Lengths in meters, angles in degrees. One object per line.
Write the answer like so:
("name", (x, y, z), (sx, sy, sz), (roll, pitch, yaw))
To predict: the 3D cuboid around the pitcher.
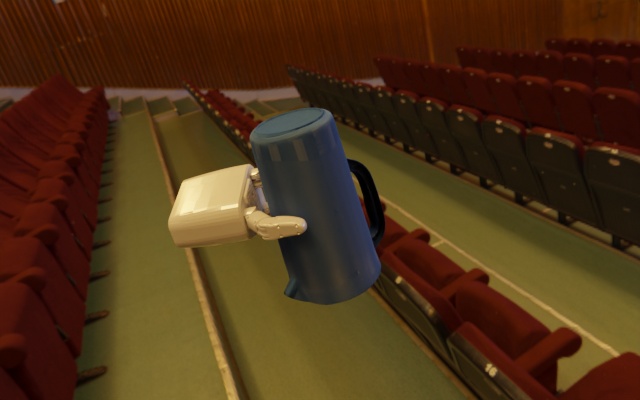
("pitcher", (0.000, 0.002, 0.643), (0.145, 0.243, 0.149), (-10, 25, 13))
